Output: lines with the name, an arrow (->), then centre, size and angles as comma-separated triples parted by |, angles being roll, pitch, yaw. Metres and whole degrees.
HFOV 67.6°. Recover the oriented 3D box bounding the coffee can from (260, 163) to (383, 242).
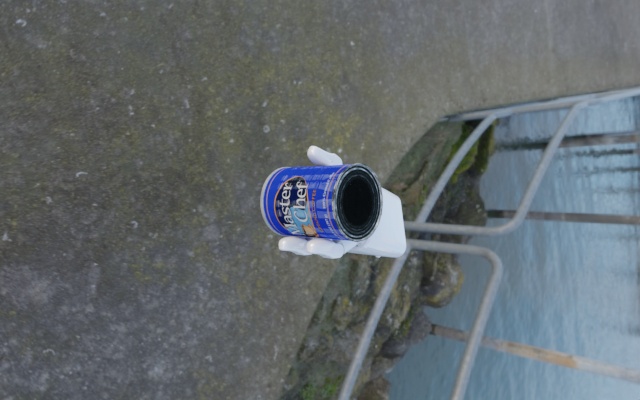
coffee can -> 0.000, 0.002, 0.664 | 0.140, 0.103, 0.103 | 1, 0, 43
